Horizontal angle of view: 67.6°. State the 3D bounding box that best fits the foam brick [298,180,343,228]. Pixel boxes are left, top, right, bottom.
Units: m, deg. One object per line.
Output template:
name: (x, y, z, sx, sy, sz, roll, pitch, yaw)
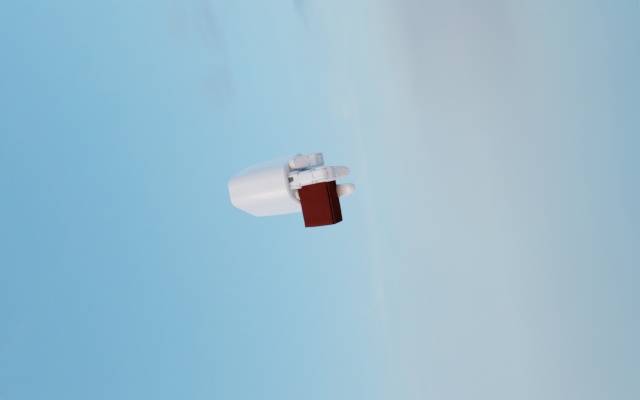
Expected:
foam brick: (0.000, 0.003, 0.778, 0.051, 0.078, 0.053, -11, -1, 18)
